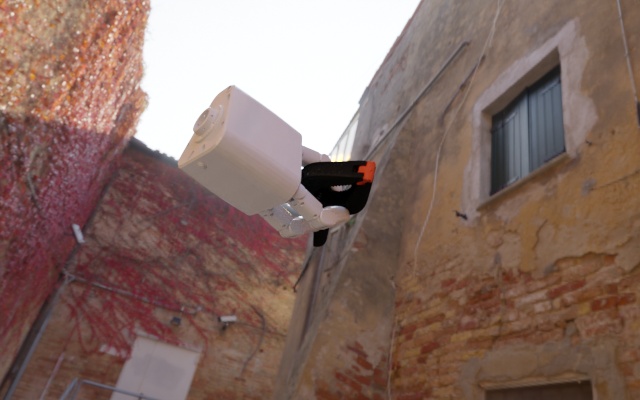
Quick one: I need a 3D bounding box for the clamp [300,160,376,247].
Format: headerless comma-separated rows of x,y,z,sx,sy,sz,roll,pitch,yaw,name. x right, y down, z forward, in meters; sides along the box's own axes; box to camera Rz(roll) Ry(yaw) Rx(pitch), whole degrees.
0.000,0.001,0.620,0.210,0.036,0.165,-19,-44,43,clamp
